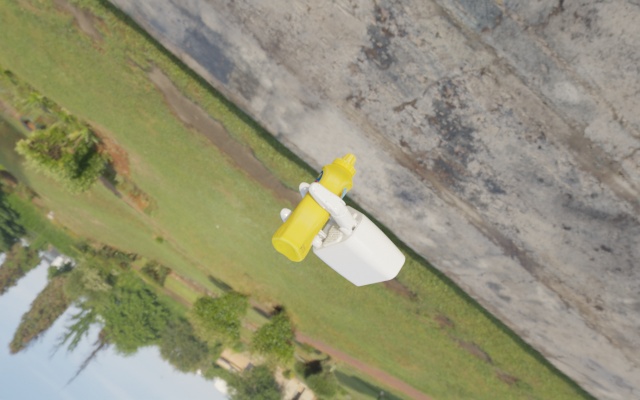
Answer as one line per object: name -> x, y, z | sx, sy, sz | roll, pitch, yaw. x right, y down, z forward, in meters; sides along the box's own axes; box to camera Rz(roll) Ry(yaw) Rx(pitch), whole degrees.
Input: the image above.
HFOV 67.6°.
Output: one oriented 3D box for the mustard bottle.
mustard bottle -> 0.000, 0.002, 0.750 | 0.058, 0.191, 0.096 | 34, -19, 4
